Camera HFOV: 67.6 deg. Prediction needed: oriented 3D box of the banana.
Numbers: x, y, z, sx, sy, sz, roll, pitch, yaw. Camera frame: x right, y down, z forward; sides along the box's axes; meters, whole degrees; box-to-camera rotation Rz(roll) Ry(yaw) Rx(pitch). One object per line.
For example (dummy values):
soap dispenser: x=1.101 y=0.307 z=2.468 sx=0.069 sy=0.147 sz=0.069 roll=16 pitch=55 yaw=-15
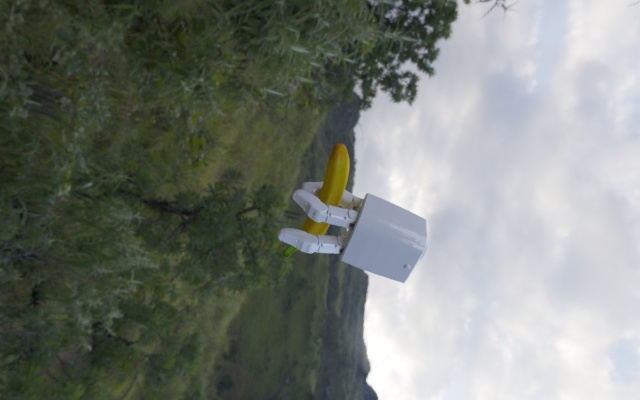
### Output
banana: x=0.006 y=0.003 z=0.737 sx=0.037 sy=0.198 sz=0.069 roll=30 pitch=18 yaw=17
